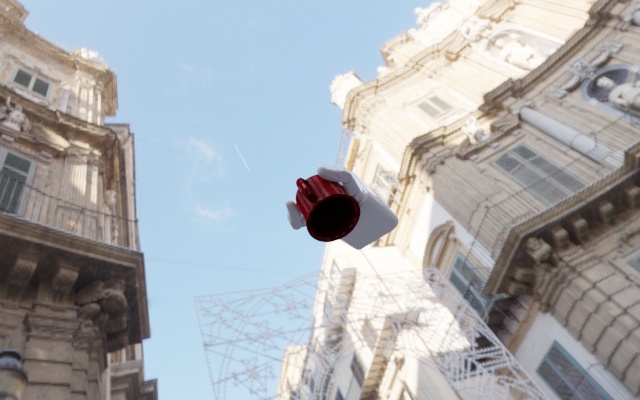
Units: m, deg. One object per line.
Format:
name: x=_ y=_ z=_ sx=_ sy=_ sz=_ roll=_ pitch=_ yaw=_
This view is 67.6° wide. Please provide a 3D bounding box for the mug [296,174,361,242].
mug: x=-0.001 y=0.002 z=0.783 sx=0.117 sy=0.093 sz=0.081 roll=38 pitch=11 yaw=-37
